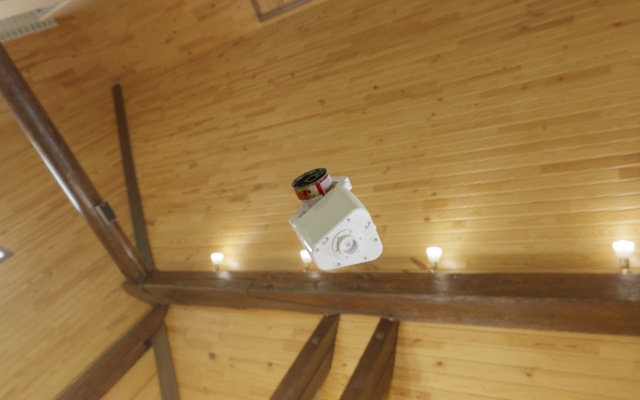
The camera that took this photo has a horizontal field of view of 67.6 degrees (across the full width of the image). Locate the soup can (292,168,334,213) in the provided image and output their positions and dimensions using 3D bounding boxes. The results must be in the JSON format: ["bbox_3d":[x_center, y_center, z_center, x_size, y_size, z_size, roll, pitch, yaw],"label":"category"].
[{"bbox_3d":[0.000,0.003,0.845,0.068,0.102,0.068,-21,23,9],"label":"soup can"}]
